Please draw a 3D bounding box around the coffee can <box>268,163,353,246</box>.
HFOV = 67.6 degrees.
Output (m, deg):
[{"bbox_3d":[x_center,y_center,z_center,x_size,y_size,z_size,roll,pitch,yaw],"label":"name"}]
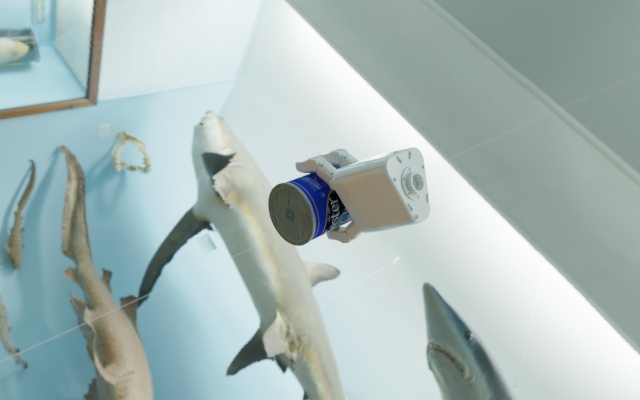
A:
[{"bbox_3d":[0.000,0.003,0.783,0.140,0.103,0.103,-23,15,-41],"label":"coffee can"}]
